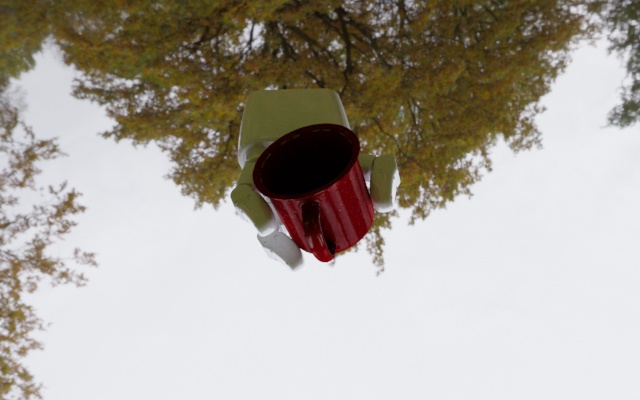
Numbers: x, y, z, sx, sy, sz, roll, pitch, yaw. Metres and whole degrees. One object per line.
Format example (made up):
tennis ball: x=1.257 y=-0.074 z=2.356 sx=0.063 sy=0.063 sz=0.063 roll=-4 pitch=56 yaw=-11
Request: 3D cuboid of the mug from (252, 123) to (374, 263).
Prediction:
mug: x=0.000 y=0.002 z=0.407 sx=0.093 sy=0.082 sz=0.117 roll=-15 pitch=42 yaw=10
